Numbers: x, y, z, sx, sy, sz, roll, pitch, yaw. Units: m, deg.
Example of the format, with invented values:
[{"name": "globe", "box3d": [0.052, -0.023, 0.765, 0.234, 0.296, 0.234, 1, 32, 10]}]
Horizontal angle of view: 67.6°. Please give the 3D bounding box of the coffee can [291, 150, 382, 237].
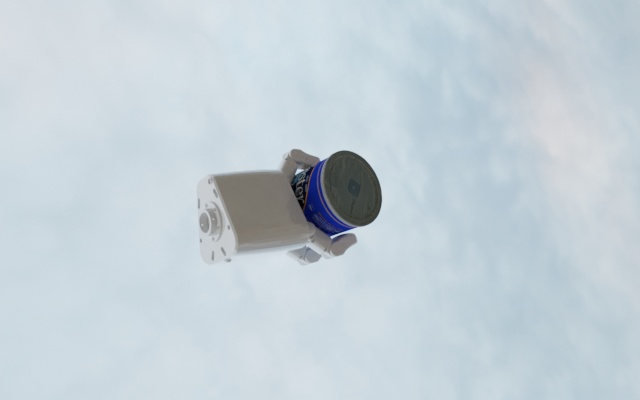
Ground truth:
[{"name": "coffee can", "box3d": [0.000, 0.002, 0.663, 0.103, 0.102, 0.140, 0, -16, -41]}]
